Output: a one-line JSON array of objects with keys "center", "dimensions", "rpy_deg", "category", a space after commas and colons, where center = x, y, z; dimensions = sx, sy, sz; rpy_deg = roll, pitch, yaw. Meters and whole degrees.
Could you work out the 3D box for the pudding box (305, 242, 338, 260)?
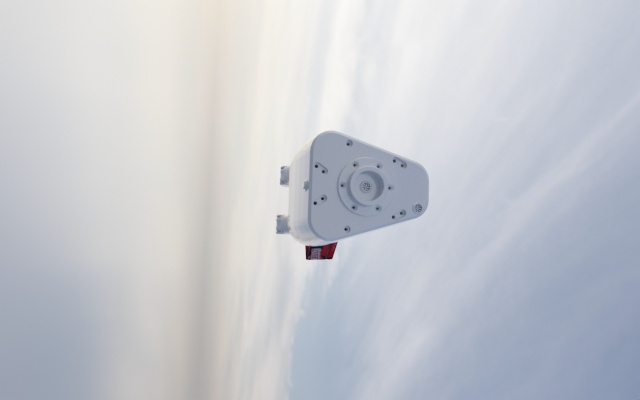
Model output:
[{"center": [0.000, 0.002, 0.563], "dimensions": [0.039, 0.113, 0.090], "rpy_deg": [3, -33, -8], "category": "pudding box"}]
